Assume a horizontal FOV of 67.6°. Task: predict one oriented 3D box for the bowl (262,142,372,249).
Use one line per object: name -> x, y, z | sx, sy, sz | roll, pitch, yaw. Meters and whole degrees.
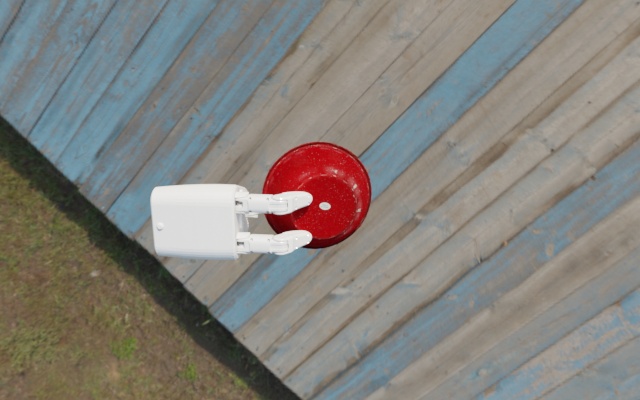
bowl -> 0.001, 0.002, 0.667 | 0.162, 0.162, 0.055 | 0, 17, -10
